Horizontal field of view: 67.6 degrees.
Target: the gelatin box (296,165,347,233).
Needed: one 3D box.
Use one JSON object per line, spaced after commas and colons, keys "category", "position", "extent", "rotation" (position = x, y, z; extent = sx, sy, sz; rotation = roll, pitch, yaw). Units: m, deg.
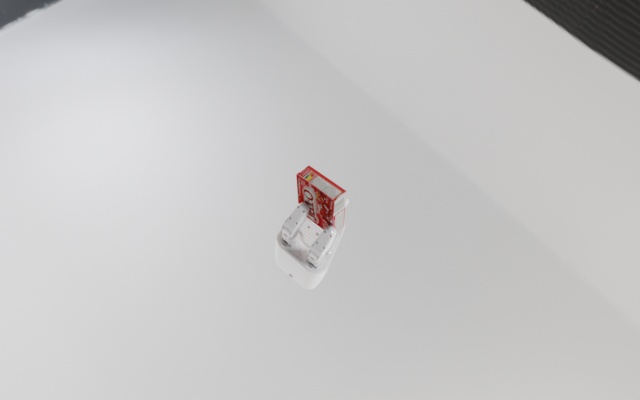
{"category": "gelatin box", "position": [0.000, 0.002, 0.700], "extent": [0.073, 0.089, 0.030], "rotation": [36, 60, 25]}
